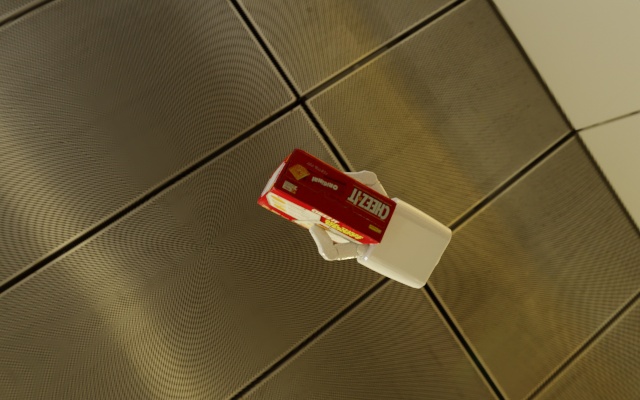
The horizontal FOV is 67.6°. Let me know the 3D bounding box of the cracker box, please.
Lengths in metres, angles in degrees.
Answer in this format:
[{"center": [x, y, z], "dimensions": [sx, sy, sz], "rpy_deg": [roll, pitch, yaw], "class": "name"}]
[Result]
[{"center": [0.000, 0.003, 0.733], "dimensions": [0.164, 0.072, 0.214], "rpy_deg": [27, -11, -9], "class": "cracker box"}]
